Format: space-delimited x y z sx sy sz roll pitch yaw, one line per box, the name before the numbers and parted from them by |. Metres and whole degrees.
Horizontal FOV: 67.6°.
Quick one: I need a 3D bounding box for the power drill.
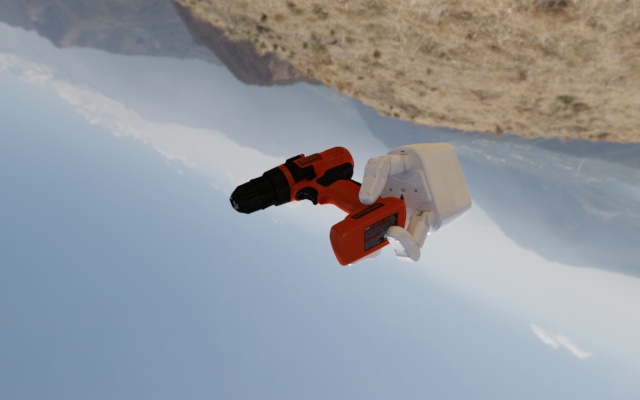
power drill | 0.001 0.002 0.601 0.184 0.057 0.187 -25 41 -23
